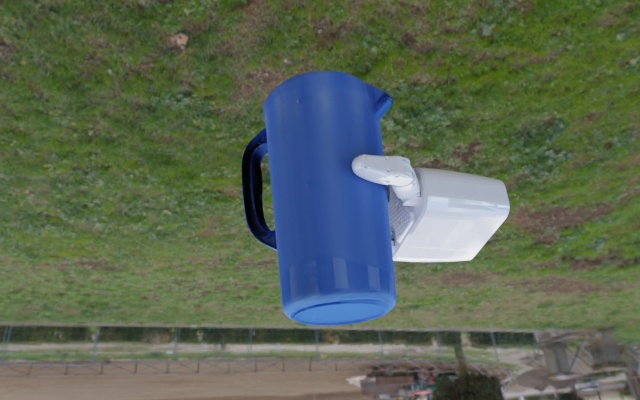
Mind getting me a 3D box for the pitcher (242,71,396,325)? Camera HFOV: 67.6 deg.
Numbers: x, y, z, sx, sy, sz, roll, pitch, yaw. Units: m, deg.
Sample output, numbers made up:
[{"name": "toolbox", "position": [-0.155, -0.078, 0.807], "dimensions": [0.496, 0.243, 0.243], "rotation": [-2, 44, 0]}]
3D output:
[{"name": "pitcher", "position": [0.000, 0.002, 0.502], "dimensions": [0.145, 0.242, 0.149], "rotation": [5, -28, -19]}]
